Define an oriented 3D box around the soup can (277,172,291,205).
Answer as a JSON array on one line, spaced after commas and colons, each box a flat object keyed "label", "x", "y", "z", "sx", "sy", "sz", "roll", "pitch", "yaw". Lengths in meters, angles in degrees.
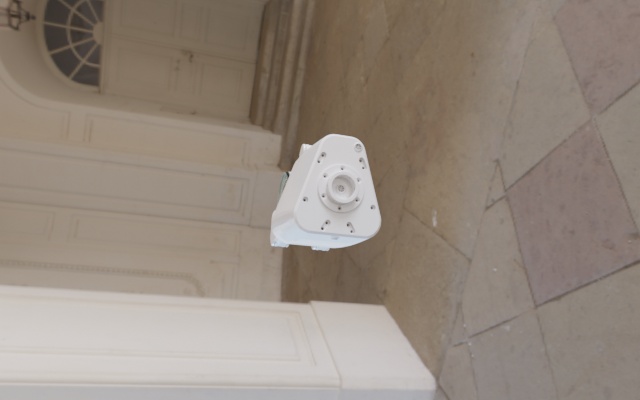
[{"label": "soup can", "x": 0.000, "y": 0.002, "z": 0.614, "sx": 0.102, "sy": 0.068, "sz": 0.068, "roll": 7, "pitch": -2, "yaw": -15}]
